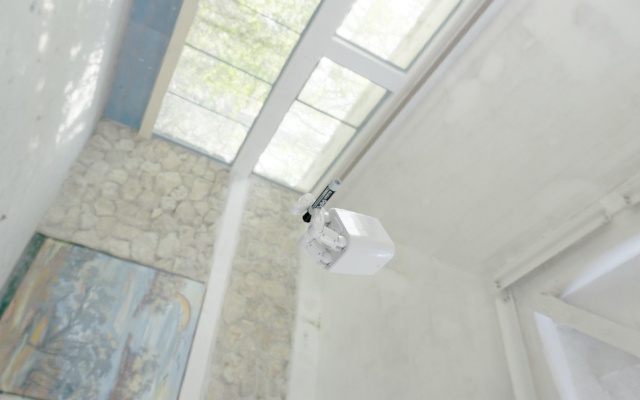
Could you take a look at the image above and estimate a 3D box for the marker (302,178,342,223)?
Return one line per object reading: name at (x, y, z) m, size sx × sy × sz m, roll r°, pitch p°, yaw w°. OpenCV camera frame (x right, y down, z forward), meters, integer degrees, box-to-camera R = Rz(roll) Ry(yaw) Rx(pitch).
marker at (0.000, 0.003, 0.857) m, size 0.020 × 0.020 × 0.121 m, roll 0°, pitch -36°, yaw -36°
